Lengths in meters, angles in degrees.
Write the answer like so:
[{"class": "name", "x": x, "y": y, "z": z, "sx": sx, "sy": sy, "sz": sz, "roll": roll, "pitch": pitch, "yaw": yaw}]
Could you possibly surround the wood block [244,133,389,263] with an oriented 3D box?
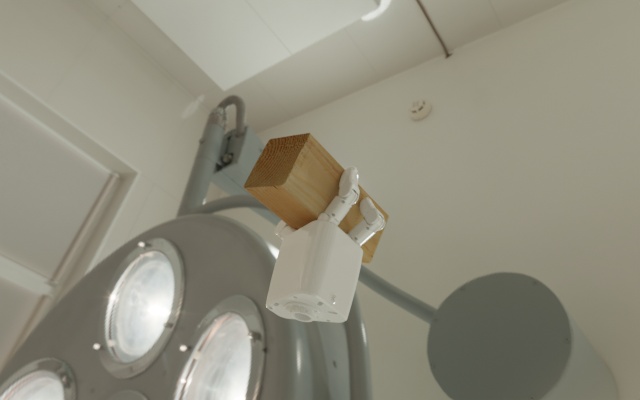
[{"class": "wood block", "x": 0.000, "y": 0.003, "z": 0.708, "sx": 0.091, "sy": 0.090, "sz": 0.206, "roll": -1, "pitch": -35, "yaw": 45}]
